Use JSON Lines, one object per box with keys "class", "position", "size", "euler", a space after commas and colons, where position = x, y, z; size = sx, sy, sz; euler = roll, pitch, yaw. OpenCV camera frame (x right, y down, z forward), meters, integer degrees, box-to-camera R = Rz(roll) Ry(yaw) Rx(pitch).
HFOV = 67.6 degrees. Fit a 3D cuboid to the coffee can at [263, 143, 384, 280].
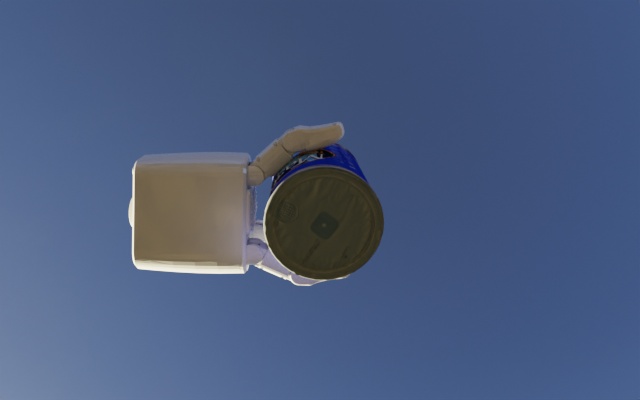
{"class": "coffee can", "position": [0.000, 0.002, 0.470], "size": [0.103, 0.103, 0.140], "euler": [0, 17, -3]}
